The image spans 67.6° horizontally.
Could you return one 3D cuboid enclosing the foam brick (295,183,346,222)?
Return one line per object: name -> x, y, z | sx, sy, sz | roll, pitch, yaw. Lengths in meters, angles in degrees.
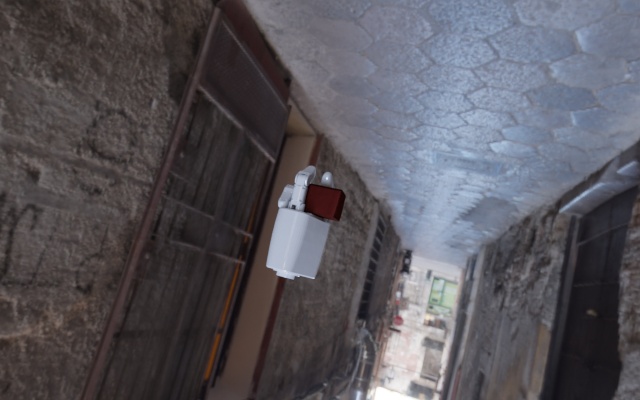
foam brick -> 0.000, 0.003, 0.855 | 0.078, 0.051, 0.053 | 12, -9, 16
